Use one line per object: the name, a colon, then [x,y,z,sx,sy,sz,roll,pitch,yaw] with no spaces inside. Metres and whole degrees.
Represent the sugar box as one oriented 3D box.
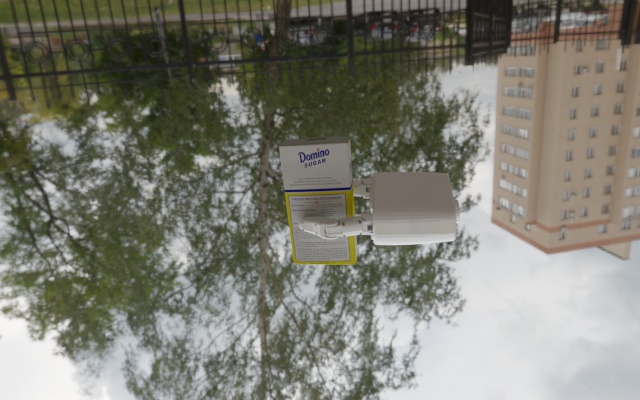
sugar box: [0.000,0.002,0.662,0.093,0.176,0.048,-1,18,9]
